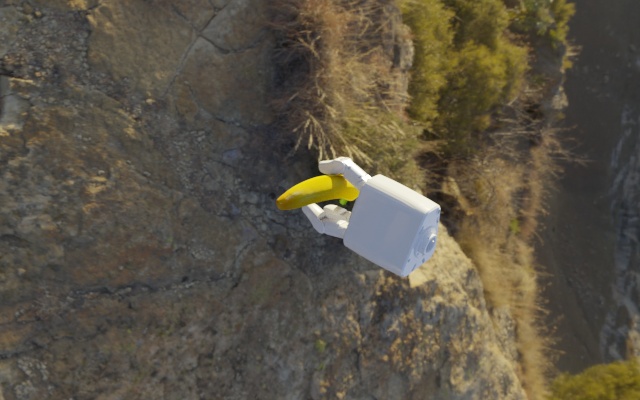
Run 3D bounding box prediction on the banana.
[{"bbox_3d":[0.013,-0.011,0.736,0.037,0.070,0.198,48,24,23],"label":"banana"}]
